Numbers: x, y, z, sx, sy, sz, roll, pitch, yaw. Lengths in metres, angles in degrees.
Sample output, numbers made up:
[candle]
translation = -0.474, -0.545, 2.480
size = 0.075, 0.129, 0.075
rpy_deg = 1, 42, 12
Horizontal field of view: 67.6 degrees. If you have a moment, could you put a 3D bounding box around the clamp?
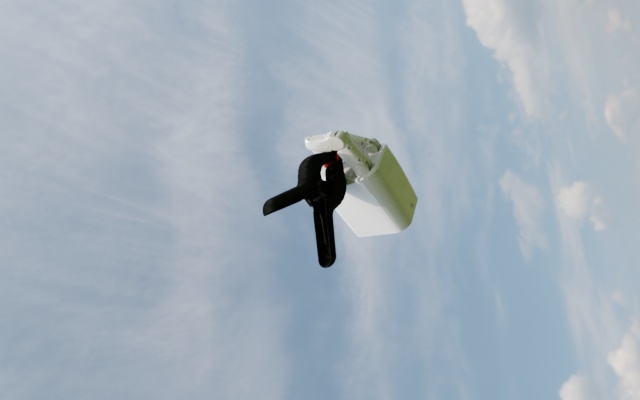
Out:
[clamp]
translation = 0.000, 0.002, 0.632
size = 0.039, 0.120, 0.171
rpy_deg = -15, 29, 40
